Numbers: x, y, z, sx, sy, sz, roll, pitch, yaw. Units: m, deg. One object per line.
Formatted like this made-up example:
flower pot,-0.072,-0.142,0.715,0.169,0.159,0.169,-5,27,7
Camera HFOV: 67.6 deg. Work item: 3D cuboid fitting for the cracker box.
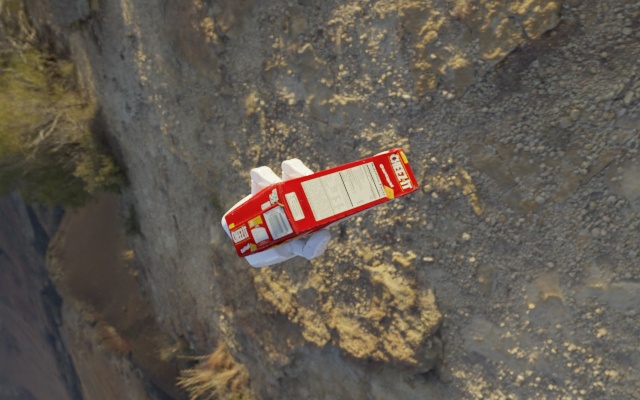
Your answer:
cracker box,0.000,0.002,0.653,0.213,0.072,0.164,-19,-4,-36
